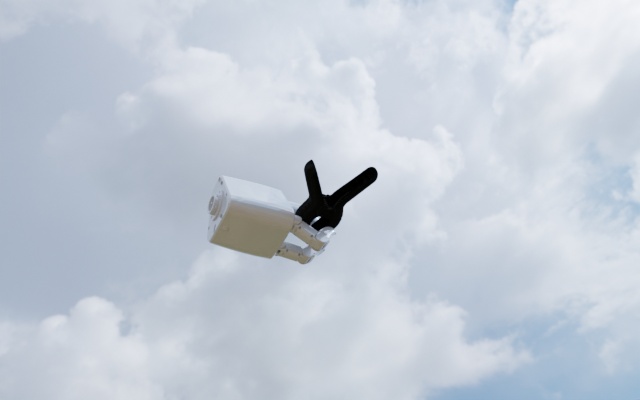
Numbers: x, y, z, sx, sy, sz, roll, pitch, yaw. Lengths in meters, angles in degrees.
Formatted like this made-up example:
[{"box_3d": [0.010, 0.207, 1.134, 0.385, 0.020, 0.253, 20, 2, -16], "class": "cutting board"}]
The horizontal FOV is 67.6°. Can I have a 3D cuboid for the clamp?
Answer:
[{"box_3d": [0.000, 0.002, 0.741, 0.120, 0.171, 0.039, 16, 35, -28], "class": "clamp"}]
